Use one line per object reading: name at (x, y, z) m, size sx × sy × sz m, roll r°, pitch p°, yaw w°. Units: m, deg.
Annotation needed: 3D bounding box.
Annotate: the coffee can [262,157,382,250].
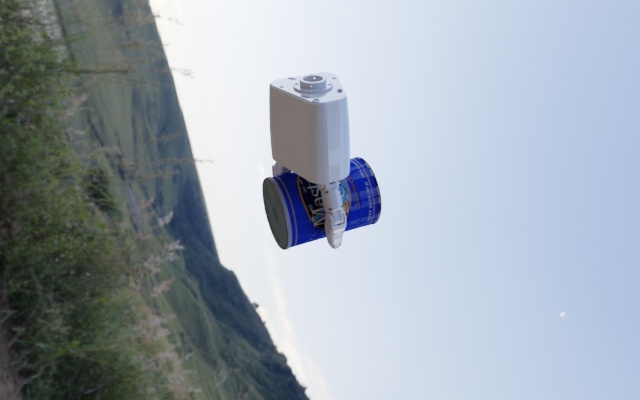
coffee can at (0.000, 0.002, 0.675) m, size 0.140 × 0.103 × 0.103 m, roll -15°, pitch 5°, yaw -19°
